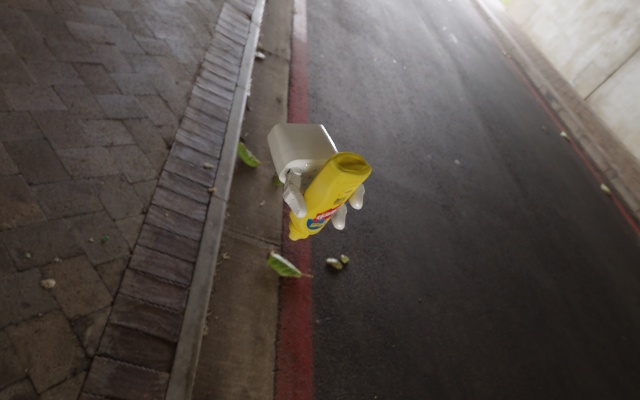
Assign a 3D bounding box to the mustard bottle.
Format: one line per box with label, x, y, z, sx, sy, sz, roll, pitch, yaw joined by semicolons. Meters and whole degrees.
mustard bottle;0.000;0.003;0.811;0.096;0.058;0.192;-16;-28;-52
